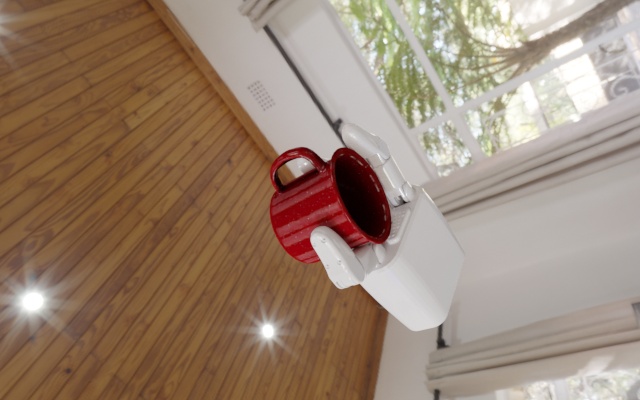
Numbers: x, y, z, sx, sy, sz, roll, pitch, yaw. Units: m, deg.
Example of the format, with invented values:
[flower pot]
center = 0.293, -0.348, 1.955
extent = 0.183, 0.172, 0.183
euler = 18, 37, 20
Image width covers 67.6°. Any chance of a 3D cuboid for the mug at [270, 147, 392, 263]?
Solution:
[mug]
center = -0.001, 0.001, 0.440
extent = 0.081, 0.117, 0.093
euler = -26, 31, 30
